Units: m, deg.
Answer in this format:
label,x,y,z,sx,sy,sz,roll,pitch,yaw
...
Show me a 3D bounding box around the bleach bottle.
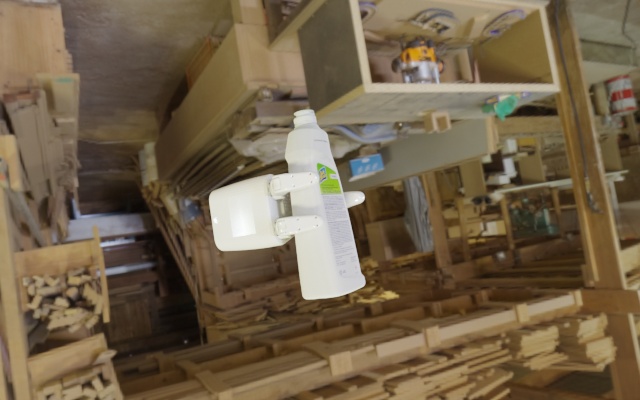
label,x,y,z,sx,sy,sz,roll,pitch,yaw
bleach bottle,0.000,0.002,0.658,0.068,0.251,0.102,-11,-5,27
